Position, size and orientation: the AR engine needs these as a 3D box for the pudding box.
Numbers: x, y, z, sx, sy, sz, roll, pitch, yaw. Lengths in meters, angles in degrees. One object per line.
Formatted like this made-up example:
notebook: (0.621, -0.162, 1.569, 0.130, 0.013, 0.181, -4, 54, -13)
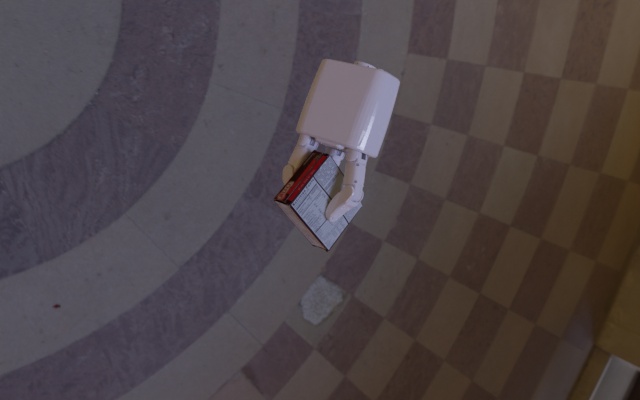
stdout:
pudding box: (0.000, 0.002, 0.648, 0.039, 0.090, 0.113, 20, -25, 47)
